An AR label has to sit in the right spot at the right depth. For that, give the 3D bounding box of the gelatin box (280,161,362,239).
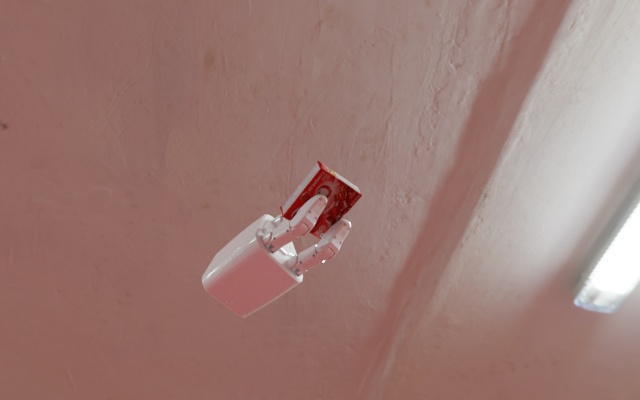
[{"bbox_3d":[0.000,0.002,0.650,0.073,0.089,0.030,33,16,-24],"label":"gelatin box"}]
